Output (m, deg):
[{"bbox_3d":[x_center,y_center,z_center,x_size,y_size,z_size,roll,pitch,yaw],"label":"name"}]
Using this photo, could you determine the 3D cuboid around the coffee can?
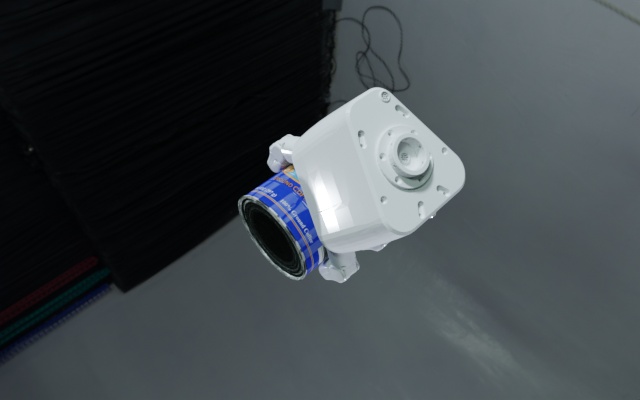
[{"bbox_3d":[0.000,0.002,0.506,0.140,0.103,0.103,-37,18,-26],"label":"coffee can"}]
